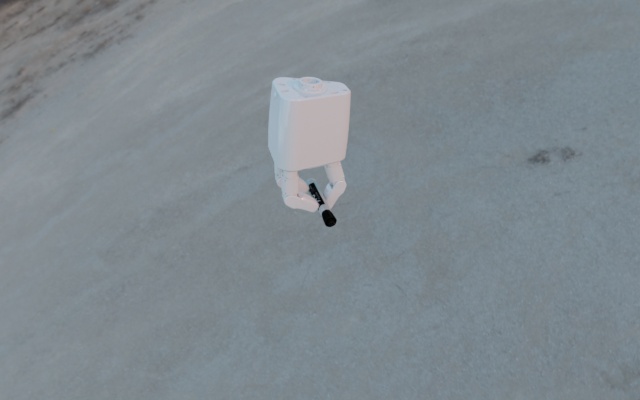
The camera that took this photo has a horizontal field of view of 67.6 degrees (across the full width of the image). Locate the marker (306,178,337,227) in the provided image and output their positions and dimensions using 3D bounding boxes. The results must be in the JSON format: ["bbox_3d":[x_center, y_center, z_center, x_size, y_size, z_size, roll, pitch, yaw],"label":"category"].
[{"bbox_3d":[0.000,0.003,0.749,0.020,0.020,0.121,0,32,-19],"label":"marker"}]
